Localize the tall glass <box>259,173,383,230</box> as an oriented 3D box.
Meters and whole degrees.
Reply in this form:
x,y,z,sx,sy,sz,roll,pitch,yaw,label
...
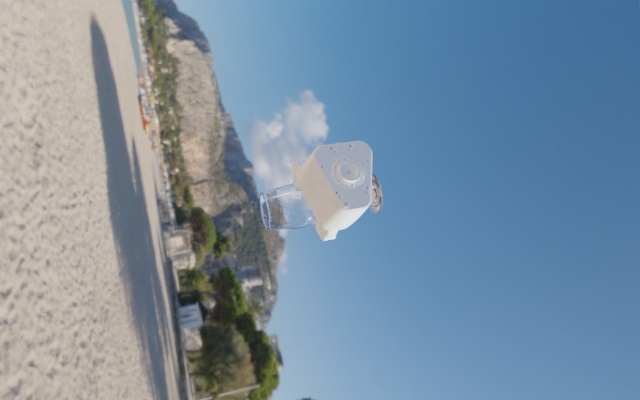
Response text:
x,y,z,sx,sy,sz,roll,pitch,yaw,label
0.001,0.003,0.816,0.201,0.079,0.079,-9,3,-17,tall glass
